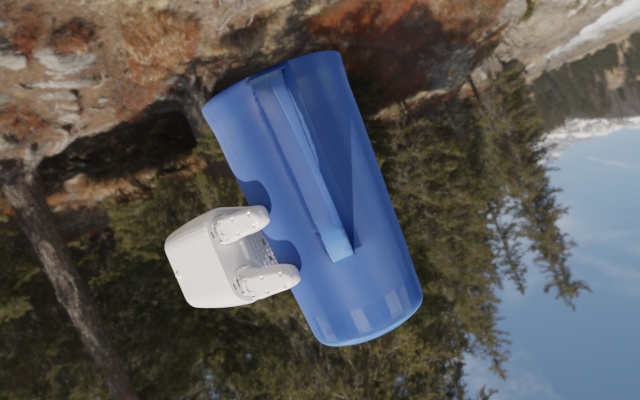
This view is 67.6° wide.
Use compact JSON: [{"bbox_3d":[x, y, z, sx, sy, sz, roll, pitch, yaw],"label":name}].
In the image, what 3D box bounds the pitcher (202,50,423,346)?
[{"bbox_3d":[0.000,0.001,0.425,0.145,0.243,0.149,-20,4,44],"label":"pitcher"}]
